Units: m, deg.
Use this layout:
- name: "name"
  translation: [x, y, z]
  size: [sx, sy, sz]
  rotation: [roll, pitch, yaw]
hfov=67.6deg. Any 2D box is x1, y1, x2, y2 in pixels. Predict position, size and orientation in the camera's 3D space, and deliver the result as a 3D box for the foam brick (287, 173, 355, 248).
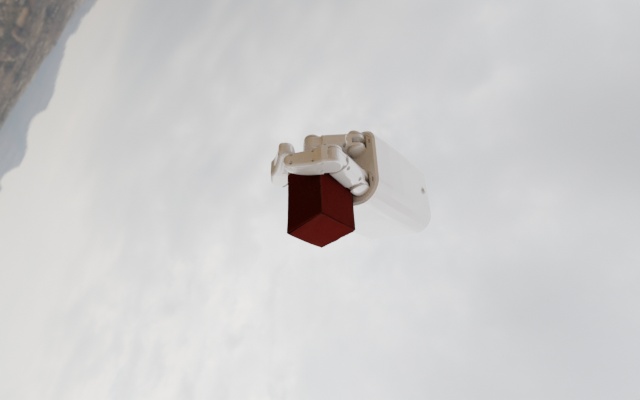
- name: "foam brick"
  translation: [0.000, 0.002, 0.509]
  size: [0.053, 0.078, 0.051]
  rotation: [-30, -44, 35]
